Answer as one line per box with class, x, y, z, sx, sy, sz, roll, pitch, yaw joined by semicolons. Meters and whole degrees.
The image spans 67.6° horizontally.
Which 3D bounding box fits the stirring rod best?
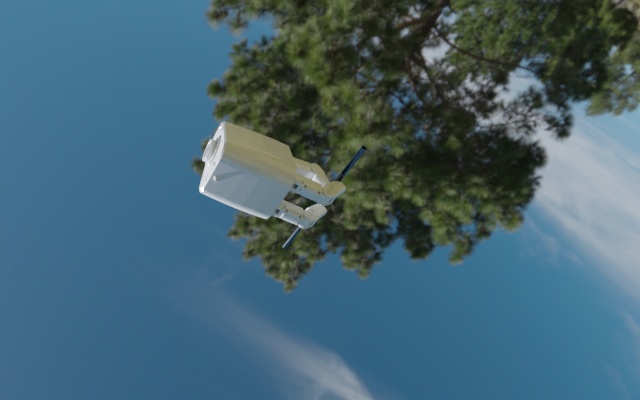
stirring rod;0.000;0.002;0.740;0.011;0.011;0.240;0;-40;-41
